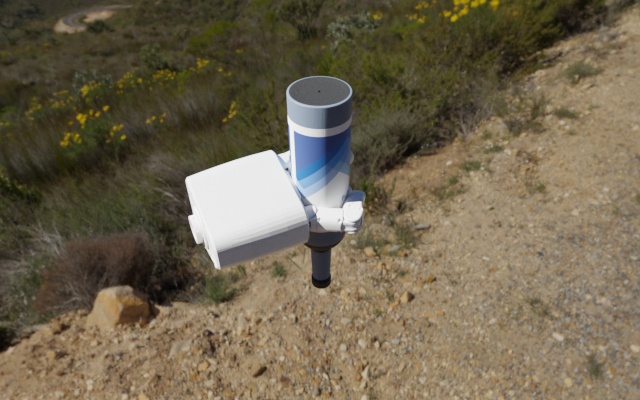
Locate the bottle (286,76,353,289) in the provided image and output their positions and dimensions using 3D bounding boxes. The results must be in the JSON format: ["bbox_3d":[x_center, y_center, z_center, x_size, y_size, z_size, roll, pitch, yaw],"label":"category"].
[{"bbox_3d":[0.000,0.002,0.574,0.069,0.296,0.069,0,41,0],"label":"bottle"}]
